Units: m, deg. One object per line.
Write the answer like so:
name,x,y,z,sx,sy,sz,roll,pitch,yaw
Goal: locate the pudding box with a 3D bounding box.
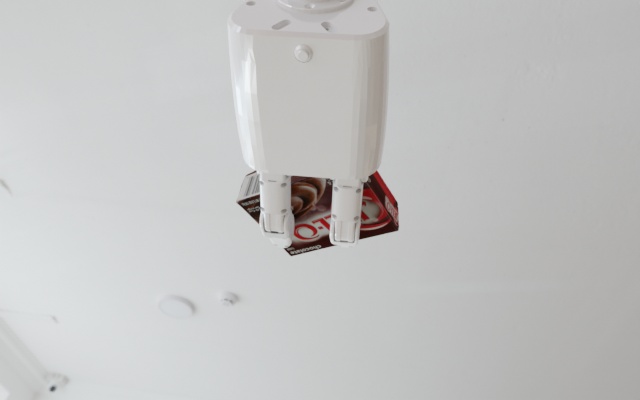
pudding box,0.000,0.001,0.413,0.113,0.039,0.090,-15,-45,26
